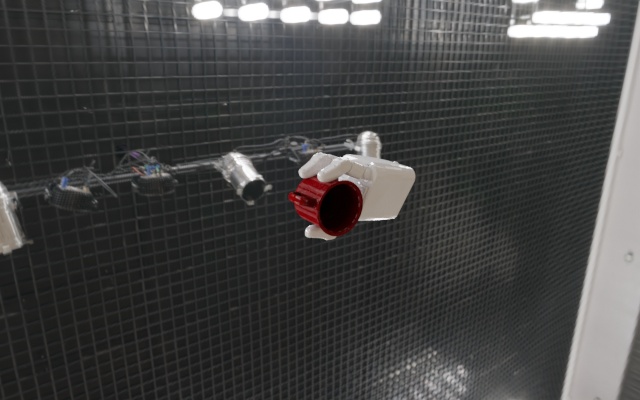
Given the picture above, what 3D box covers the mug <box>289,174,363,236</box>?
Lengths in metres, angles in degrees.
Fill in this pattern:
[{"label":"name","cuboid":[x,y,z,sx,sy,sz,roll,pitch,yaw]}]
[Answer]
[{"label":"mug","cuboid":[-0.001,0.003,0.785,0.117,0.093,0.081,4,12,-38]}]
